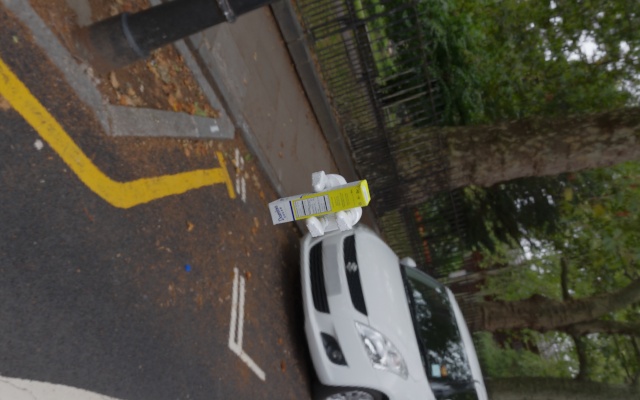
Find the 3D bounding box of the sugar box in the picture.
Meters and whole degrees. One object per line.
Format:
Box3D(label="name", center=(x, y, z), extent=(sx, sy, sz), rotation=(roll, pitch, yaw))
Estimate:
Box3D(label="sugar box", center=(0.000, 0.003, 0.890), extent=(0.176, 0.048, 0.093), rotation=(-14, 4, 12))
